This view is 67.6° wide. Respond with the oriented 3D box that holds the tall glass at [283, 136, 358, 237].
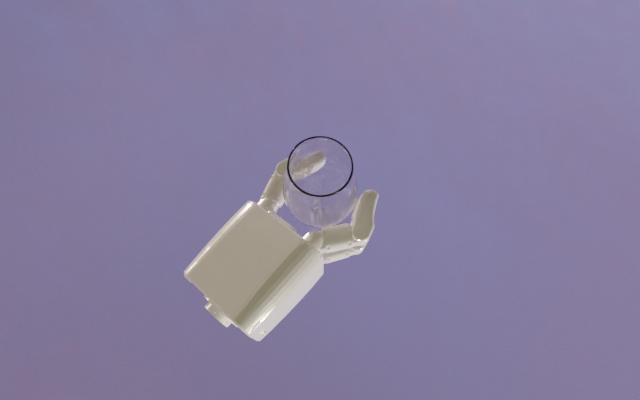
[{"bbox_3d":[0.000,0.002,0.532,0.079,0.079,0.201,0,-20,0],"label":"tall glass"}]
